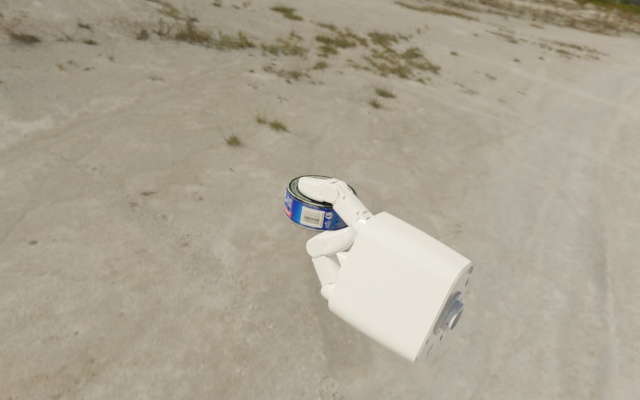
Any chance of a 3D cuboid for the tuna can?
[{"bbox_3d":[0.000,0.001,0.562,0.086,0.034,0.086,7,26,-4],"label":"tuna can"}]
